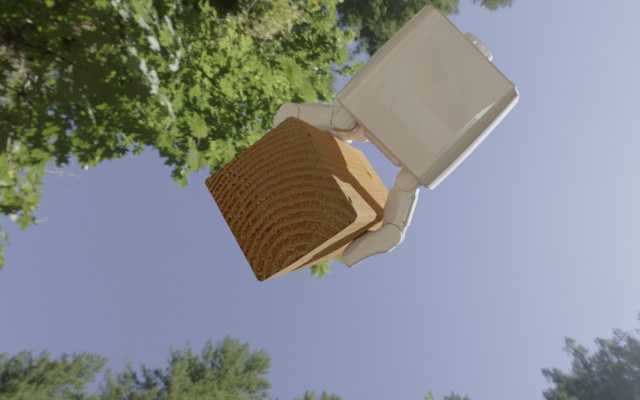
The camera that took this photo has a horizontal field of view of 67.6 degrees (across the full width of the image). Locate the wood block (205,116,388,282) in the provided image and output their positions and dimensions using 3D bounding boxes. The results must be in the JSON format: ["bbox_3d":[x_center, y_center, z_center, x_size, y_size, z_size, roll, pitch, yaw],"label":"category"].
[{"bbox_3d":[0.001,0.001,0.437,0.090,0.091,0.206,-34,-11,15],"label":"wood block"}]
